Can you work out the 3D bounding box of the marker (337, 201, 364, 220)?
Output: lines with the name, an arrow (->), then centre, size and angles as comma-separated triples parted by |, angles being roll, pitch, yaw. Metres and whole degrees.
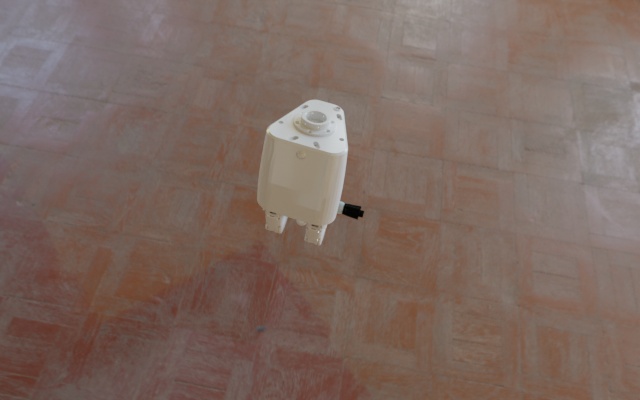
marker -> 0.000, 0.002, 0.649 | 0.121, 0.020, 0.020 | 16, 1, 5
